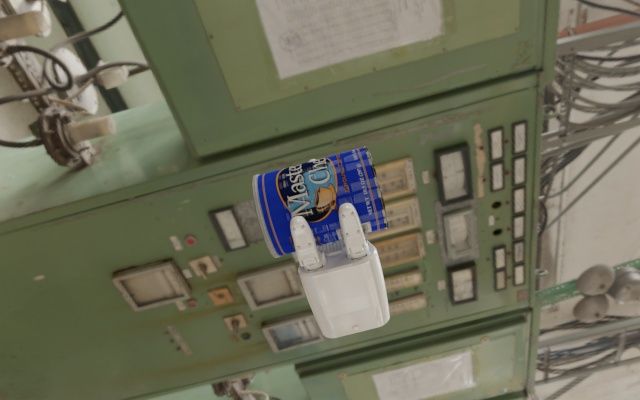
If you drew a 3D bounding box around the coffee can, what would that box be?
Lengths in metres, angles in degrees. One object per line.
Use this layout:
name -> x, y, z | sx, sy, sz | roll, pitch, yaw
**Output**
coffee can -> 0.000, 0.002, 0.574 | 0.140, 0.103, 0.103 | -15, -1, 3
